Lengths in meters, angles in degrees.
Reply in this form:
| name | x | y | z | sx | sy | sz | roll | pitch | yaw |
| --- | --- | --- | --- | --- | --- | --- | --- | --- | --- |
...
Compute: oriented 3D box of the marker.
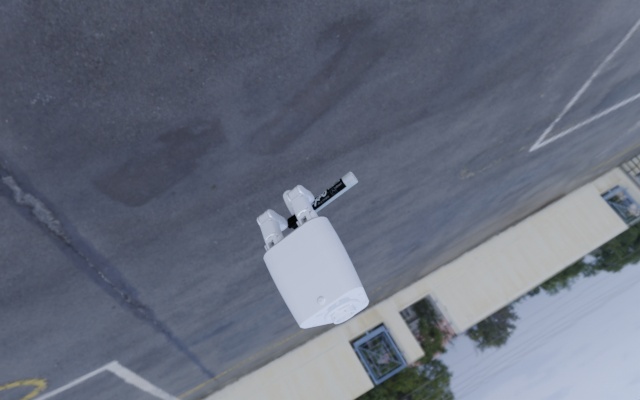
| name | x | y | z | sx | sy | sz | roll | pitch | yaw |
| --- | --- | --- | --- | --- | --- | --- | --- | --- | --- |
| marker | 0.000 | 0.002 | 0.678 | 0.121 | 0.020 | 0.020 | -37 | -10 | 13 |
